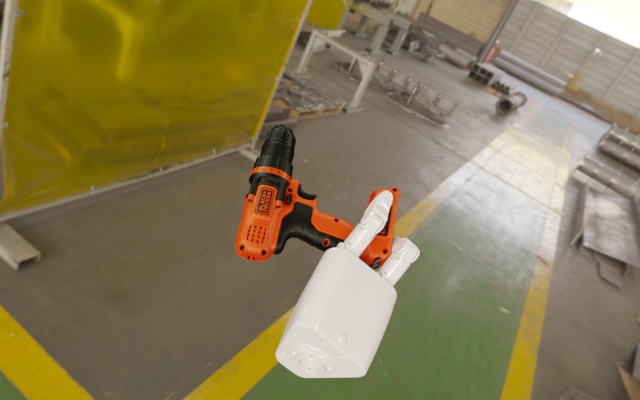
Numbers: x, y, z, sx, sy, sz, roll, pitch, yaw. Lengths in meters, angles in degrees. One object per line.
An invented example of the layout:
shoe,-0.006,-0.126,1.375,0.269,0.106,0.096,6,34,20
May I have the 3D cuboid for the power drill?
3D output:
power drill,0.000,0.002,0.601,0.187,0.184,0.057,13,-22,-3
